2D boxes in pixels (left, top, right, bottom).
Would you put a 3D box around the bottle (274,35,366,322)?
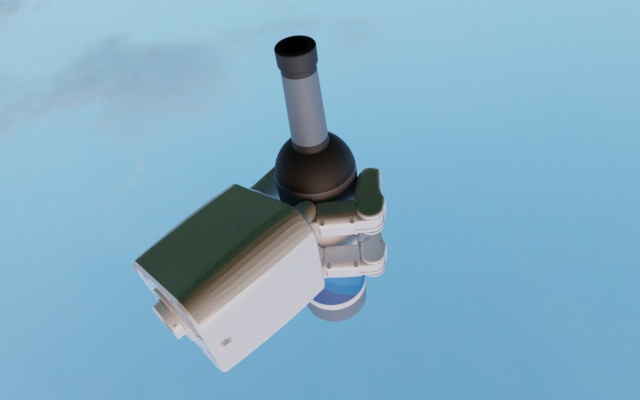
[{"bbox_3d":[0.000,0.001,0.411,0.069,0.069,0.296,0,-43,9],"label":"bottle"}]
